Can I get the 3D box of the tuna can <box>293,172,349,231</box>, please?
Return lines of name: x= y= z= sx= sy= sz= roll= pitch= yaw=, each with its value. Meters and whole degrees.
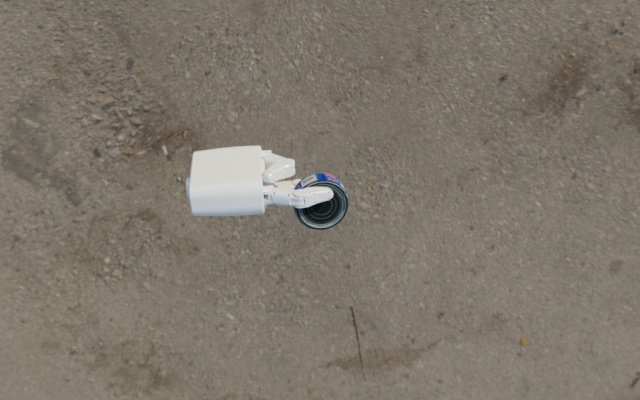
tuna can: x=0.000 y=0.003 z=0.734 sx=0.086 sy=0.086 sz=0.033 roll=0 pitch=25 yaw=-10
